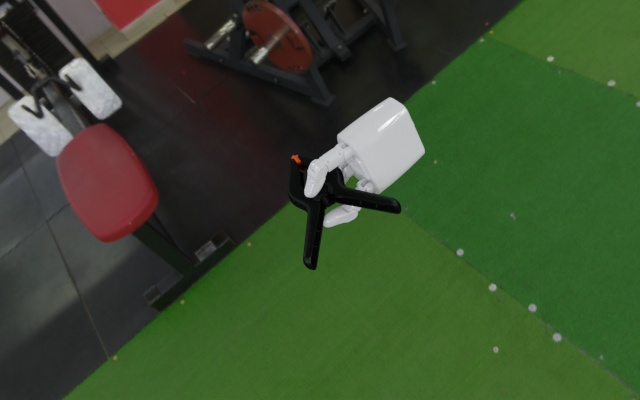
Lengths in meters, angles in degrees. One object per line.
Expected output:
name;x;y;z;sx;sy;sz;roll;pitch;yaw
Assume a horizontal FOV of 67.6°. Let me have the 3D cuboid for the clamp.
clamp;0.000;0.002;0.746;0.210;0.164;0.036;45;-12;38
